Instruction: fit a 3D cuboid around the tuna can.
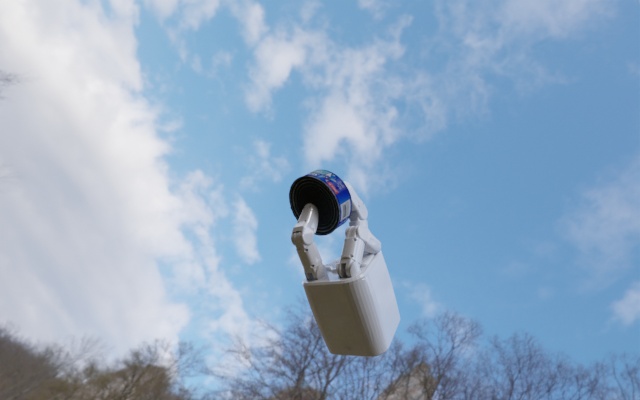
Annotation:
[{"bbox_3d":[0.000,0.002,0.647,0.086,0.086,0.033,0,21,40],"label":"tuna can"}]
